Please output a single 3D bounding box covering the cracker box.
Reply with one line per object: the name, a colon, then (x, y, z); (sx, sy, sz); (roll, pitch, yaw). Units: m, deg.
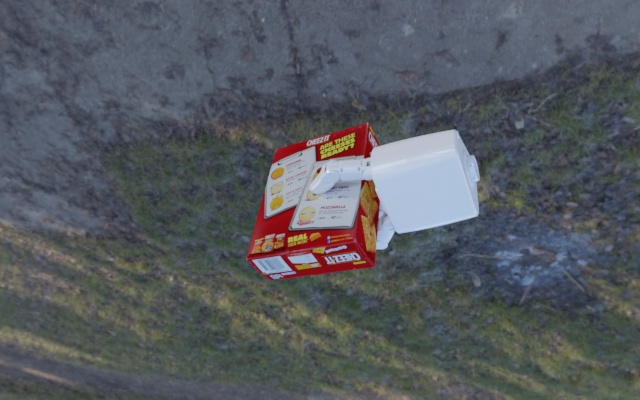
cracker box: (0.000, 0.002, 0.686); (0.164, 0.213, 0.072); (-12, -44, 25)
